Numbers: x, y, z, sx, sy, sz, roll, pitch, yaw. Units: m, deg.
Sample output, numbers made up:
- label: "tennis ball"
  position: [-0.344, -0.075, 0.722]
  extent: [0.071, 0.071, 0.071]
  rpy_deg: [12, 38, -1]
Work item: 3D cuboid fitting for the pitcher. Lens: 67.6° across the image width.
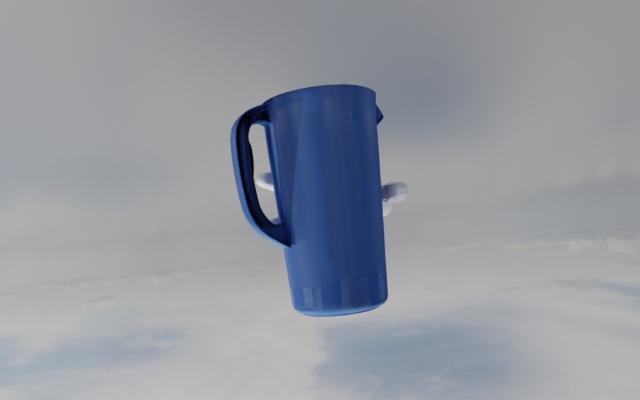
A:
- label: "pitcher"
  position: [0.000, 0.002, 0.537]
  extent: [0.149, 0.243, 0.145]
  rpy_deg: [-7, -4, 17]
